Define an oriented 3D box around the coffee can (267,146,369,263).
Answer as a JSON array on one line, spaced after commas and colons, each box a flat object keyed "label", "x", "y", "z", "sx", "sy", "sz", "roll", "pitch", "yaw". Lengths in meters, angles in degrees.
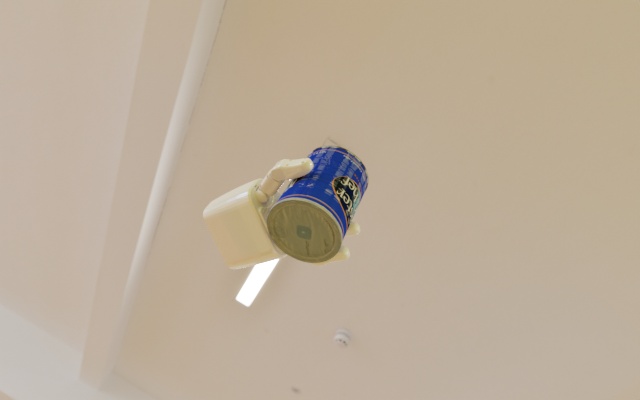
[{"label": "coffee can", "x": 0.000, "y": 0.002, "z": 0.661, "sx": 0.103, "sy": 0.103, "sz": 0.140, "roll": 0, "pitch": 35, "yaw": 23}]
